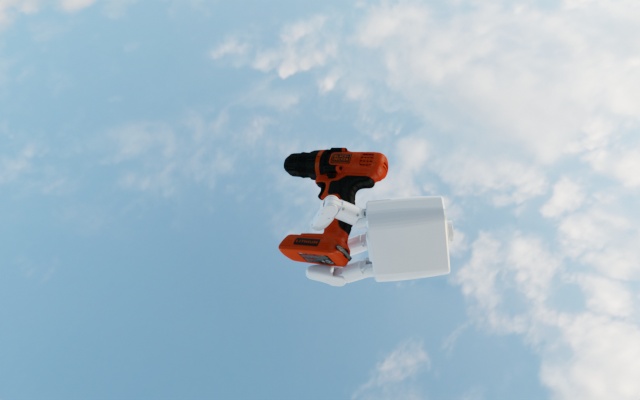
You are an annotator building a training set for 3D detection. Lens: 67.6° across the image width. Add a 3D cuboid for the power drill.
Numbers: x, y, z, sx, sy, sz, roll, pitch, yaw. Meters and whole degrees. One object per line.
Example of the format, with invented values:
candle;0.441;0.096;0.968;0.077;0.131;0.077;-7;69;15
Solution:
power drill;0.000;0.003;0.739;0.184;0.187;0.057;3;-26;32
